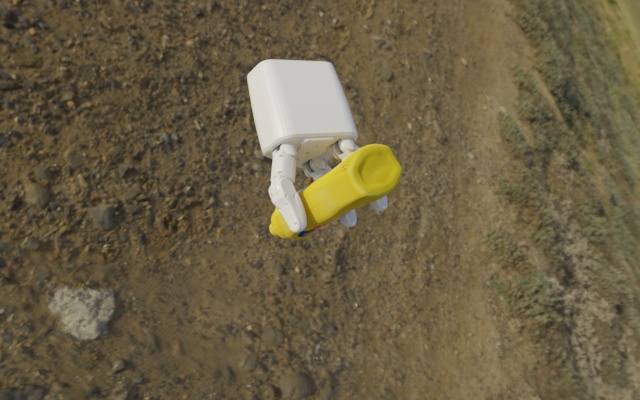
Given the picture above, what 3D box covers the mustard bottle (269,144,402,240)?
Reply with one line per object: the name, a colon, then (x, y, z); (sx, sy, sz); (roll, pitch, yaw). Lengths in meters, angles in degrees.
mustard bottle: (0.000, 0.002, 0.569); (0.192, 0.058, 0.096); (-30, 3, 42)
